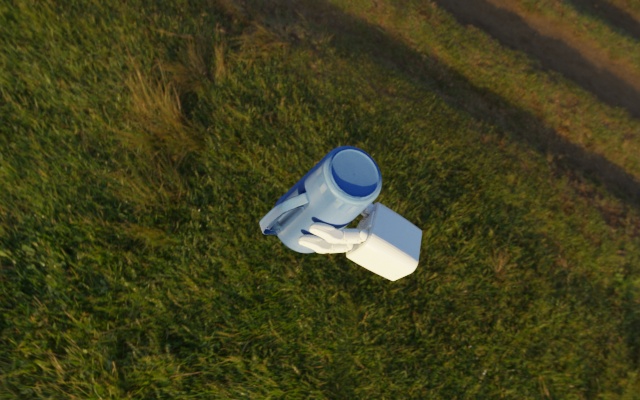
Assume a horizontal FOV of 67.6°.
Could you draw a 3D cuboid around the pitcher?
[{"bbox_3d":[0.000,0.003,0.868,0.145,0.149,0.243,32,-31,-8],"label":"pitcher"}]
